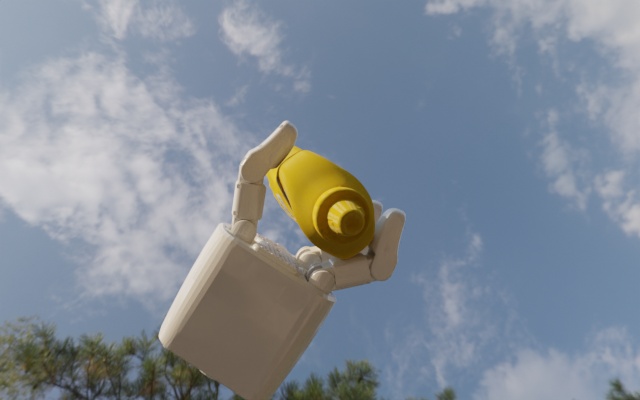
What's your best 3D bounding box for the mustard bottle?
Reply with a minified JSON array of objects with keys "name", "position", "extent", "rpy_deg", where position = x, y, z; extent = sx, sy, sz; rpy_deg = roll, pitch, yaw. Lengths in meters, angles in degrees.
[{"name":"mustard bottle","position":[0.000,0.001,0.405],"extent":[0.058,0.096,0.191],"rpy_deg":[-35,14,-5]}]
